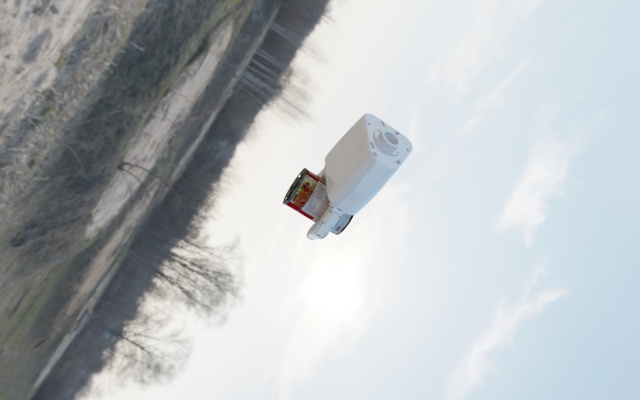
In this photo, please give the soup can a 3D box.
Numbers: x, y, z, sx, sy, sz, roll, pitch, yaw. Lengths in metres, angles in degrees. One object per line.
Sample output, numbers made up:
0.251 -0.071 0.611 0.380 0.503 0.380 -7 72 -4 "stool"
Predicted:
0.000 0.003 0.764 0.102 0.068 0.068 32 -8 -12 "soup can"
